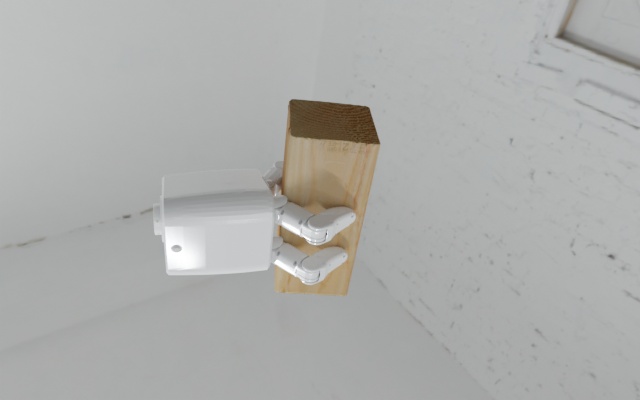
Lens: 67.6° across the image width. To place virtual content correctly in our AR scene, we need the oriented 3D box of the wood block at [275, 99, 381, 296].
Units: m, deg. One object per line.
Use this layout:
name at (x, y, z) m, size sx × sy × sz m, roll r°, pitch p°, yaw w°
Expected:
wood block at (0.000, 0.002, 0.541) m, size 0.090 × 0.206 × 0.090 m, roll 4°, pitch 35°, yaw -7°
